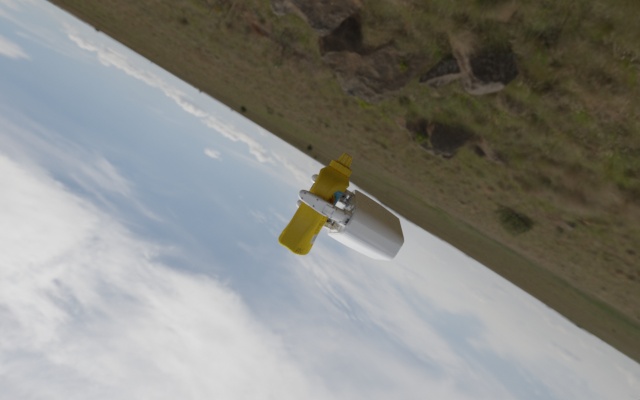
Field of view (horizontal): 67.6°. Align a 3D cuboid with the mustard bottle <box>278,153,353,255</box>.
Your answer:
[{"bbox_3d":[0.000,0.003,0.839,0.058,0.191,0.096,33,5,13],"label":"mustard bottle"}]
